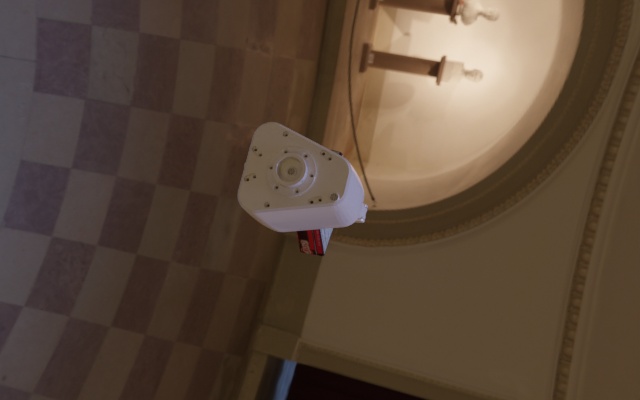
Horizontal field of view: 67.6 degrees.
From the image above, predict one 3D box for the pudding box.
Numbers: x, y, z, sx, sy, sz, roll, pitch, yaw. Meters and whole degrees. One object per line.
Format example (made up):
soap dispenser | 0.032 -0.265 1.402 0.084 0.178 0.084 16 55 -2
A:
pudding box | 0.000 0.002 0.623 0.039 0.113 0.090 12 -37 14
